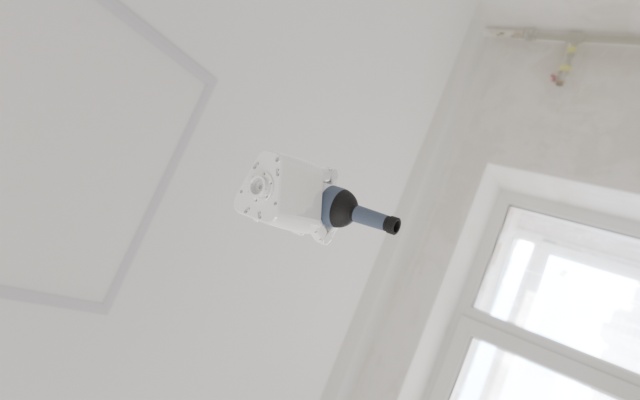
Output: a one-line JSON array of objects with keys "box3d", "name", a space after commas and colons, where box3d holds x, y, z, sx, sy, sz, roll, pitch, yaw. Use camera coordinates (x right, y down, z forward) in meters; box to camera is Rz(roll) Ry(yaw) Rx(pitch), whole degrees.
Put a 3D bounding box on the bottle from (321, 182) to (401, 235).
[{"box3d": [0.000, 0.003, 0.803, 0.295, 0.069, 0.069, 18, 10, 35], "name": "bottle"}]
